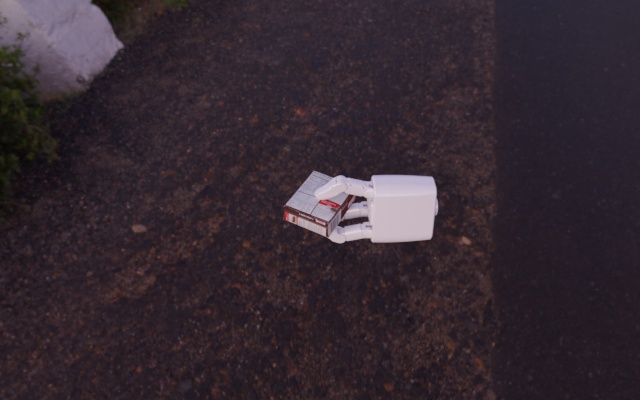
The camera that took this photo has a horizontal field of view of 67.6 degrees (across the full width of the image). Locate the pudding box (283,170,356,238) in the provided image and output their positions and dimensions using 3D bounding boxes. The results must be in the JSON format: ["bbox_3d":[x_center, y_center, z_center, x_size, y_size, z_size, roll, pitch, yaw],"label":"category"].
[{"bbox_3d":[0.000,0.003,0.838,0.090,0.039,0.113,20,45,19],"label":"pudding box"}]
